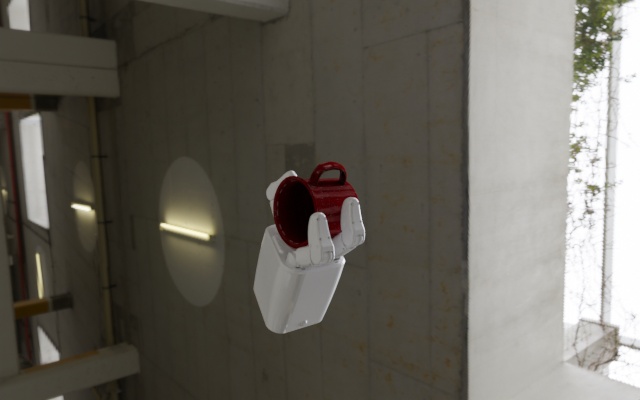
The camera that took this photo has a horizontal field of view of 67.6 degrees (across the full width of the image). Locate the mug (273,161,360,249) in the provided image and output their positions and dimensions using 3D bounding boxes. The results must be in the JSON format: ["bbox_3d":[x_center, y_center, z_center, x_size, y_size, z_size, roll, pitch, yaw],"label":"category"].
[{"bbox_3d":[0.001,0.001,0.623,0.081,0.117,0.093,-5,33,-40],"label":"mug"}]
